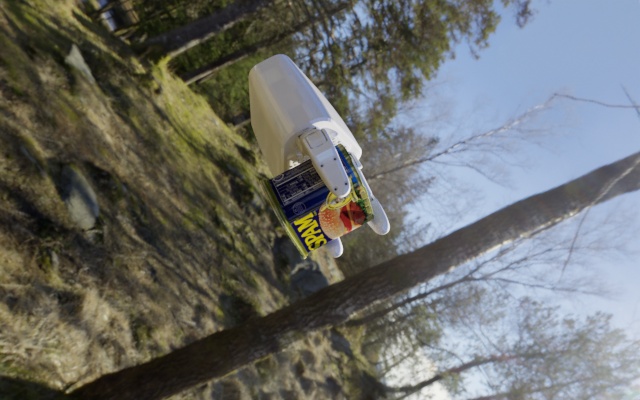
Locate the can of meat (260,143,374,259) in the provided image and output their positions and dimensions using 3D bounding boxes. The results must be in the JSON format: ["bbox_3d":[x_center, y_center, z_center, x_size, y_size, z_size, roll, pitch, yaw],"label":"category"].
[{"bbox_3d":[0.000,0.001,0.466,0.084,0.057,0.102,-28,-32,-2],"label":"can of meat"}]
